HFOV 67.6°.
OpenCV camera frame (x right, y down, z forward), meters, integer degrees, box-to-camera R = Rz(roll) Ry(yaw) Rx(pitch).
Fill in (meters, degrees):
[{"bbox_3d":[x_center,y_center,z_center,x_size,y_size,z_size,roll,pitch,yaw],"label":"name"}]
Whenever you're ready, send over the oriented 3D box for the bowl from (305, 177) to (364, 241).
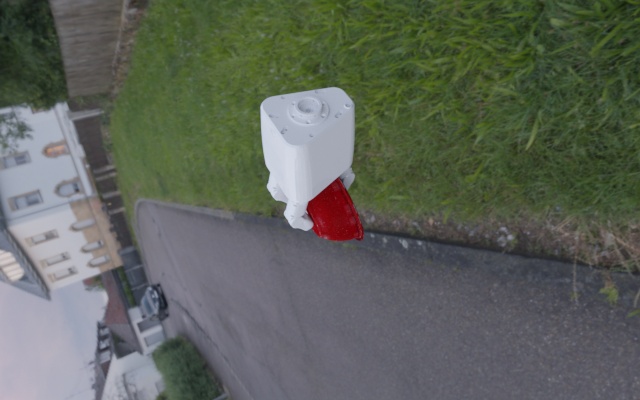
[{"bbox_3d":[0.000,0.003,0.719,0.055,0.162,0.162,-29,5,-9],"label":"bowl"}]
